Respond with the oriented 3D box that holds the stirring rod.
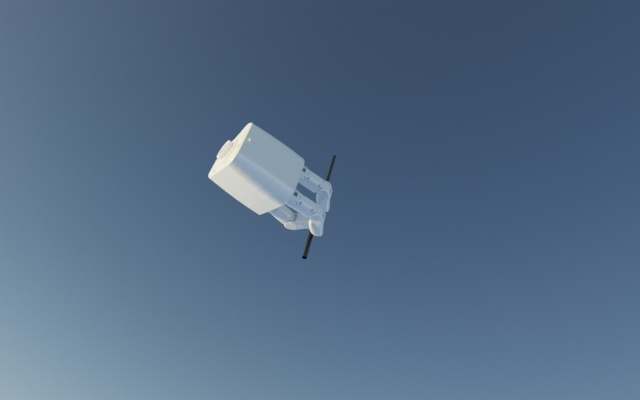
[{"bbox_3d":[0.000,0.003,0.822,0.011,0.239,0.011,9,-42,8],"label":"stirring rod"}]
